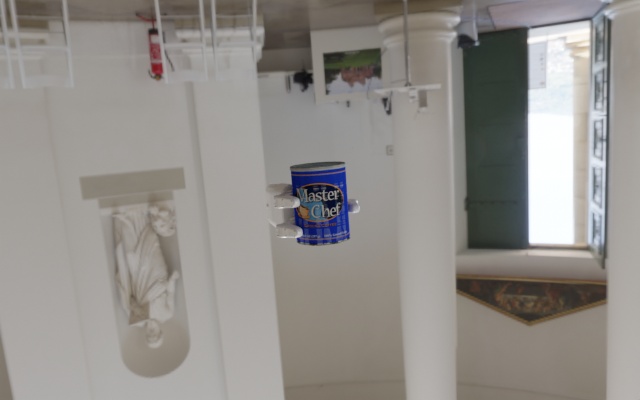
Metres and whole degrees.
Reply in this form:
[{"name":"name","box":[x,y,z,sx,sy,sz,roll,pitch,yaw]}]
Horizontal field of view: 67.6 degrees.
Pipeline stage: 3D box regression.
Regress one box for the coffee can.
[{"name":"coffee can","box":[0.000,0.003,0.881,0.103,0.140,0.103,-4,9,1]}]
